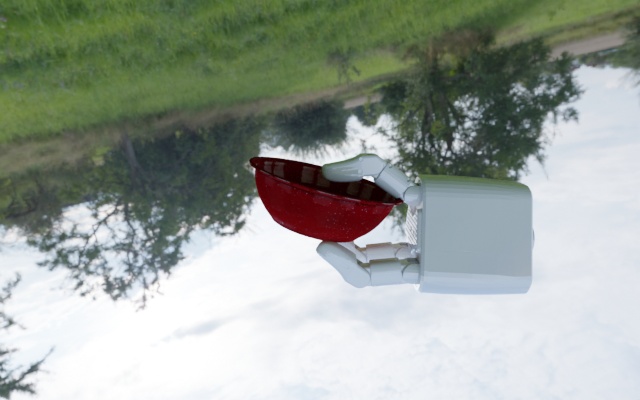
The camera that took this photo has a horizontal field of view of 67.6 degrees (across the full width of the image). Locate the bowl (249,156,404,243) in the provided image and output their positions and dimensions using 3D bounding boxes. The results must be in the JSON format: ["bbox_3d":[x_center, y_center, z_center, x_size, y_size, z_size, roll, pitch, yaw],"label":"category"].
[{"bbox_3d":[-0.001,0.002,0.492,0.162,0.055,0.162,15,12,-3],"label":"bowl"}]
